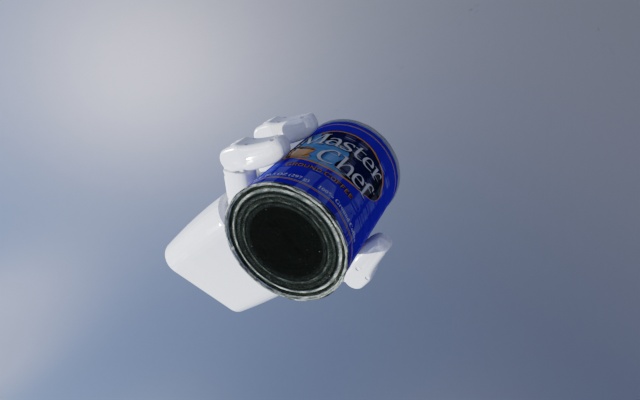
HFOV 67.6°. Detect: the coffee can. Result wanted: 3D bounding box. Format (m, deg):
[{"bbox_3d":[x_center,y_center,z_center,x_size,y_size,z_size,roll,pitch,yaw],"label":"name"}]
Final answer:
[{"bbox_3d":[0.000,0.001,0.407,0.103,0.103,0.140,0,27,26],"label":"coffee can"}]
